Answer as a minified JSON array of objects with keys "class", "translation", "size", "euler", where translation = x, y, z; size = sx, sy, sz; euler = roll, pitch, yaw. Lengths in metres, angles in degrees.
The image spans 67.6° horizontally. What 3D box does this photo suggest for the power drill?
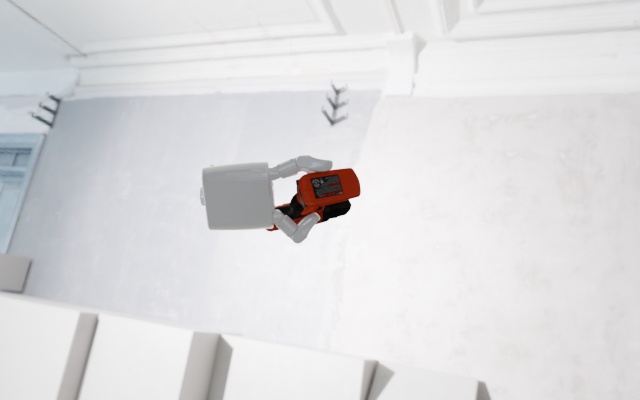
[{"class":"power drill","translation":[0.000,0.003,0.854],"size":[0.184,0.057,0.188],"euler":[-12,-14,-25]}]
